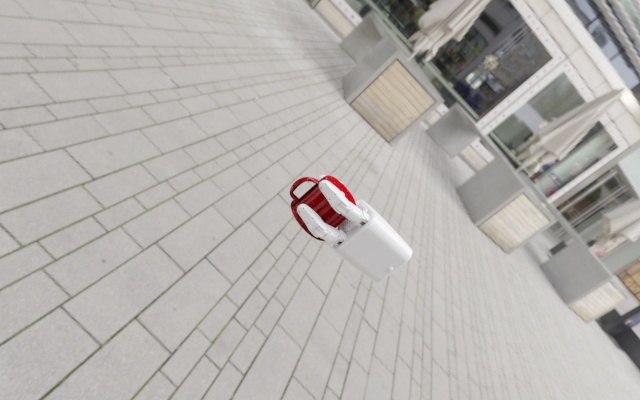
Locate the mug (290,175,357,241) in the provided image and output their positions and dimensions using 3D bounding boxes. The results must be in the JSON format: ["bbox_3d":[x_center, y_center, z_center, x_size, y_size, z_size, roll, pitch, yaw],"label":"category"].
[{"bbox_3d":[-0.001,0.002,0.829,0.117,0.081,0.093,41,22,-20],"label":"mug"}]
